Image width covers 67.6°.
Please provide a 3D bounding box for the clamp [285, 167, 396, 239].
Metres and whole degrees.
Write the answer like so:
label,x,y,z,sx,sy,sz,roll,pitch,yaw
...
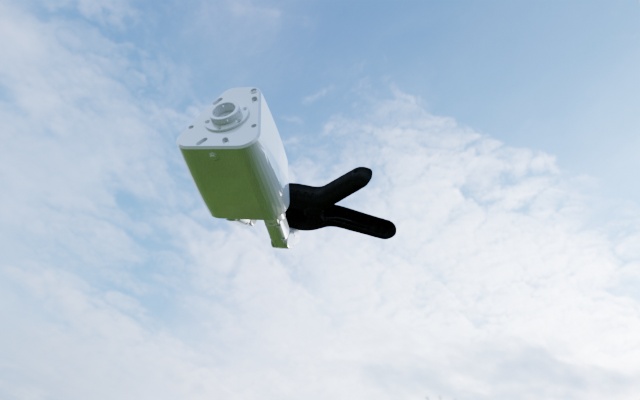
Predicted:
label,x,y,z,sx,sy,sz,roll,pitch,yaw
clamp,0.000,0.001,0.567,0.171,0.039,0.120,2,-43,16
